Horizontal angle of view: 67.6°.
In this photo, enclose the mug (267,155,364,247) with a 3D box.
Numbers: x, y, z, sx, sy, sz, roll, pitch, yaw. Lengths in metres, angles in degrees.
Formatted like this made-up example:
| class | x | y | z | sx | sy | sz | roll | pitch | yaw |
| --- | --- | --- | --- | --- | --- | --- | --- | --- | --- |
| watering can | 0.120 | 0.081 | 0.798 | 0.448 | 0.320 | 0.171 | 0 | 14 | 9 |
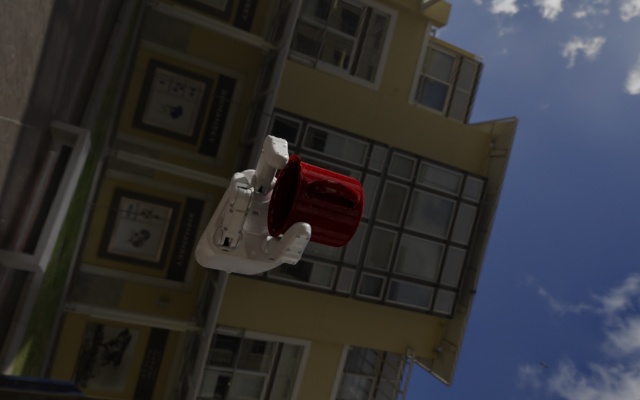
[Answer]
| class | x | y | z | sx | sy | sz | roll | pitch | yaw |
| --- | --- | --- | --- | --- | --- | --- | --- | --- | --- |
| mug | 0.001 | 0.001 | 0.520 | 0.081 | 0.093 | 0.117 | 16 | -22 | -21 |
